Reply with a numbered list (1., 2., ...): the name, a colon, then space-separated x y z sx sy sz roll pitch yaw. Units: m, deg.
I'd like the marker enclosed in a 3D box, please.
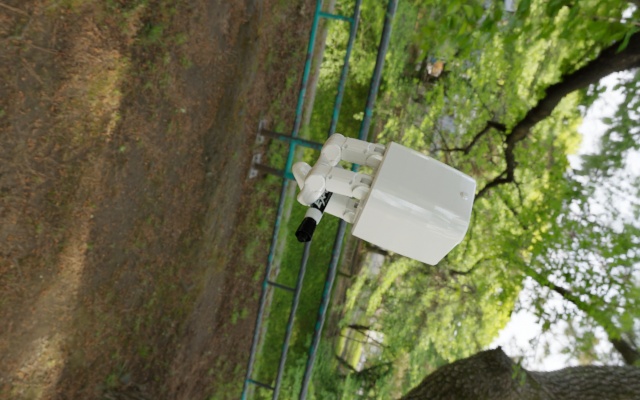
1. marker: 0.000 0.002 0.545 0.020 0.020 0.121 0 42 27
